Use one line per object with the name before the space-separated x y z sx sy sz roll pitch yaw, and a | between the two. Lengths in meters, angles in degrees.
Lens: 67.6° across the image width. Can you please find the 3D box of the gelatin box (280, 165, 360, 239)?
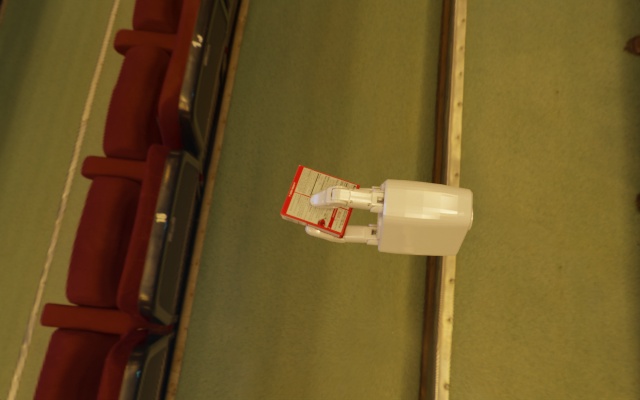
gelatin box | 0.000 0.002 0.640 0.089 0.073 0.030 19 -14 4
